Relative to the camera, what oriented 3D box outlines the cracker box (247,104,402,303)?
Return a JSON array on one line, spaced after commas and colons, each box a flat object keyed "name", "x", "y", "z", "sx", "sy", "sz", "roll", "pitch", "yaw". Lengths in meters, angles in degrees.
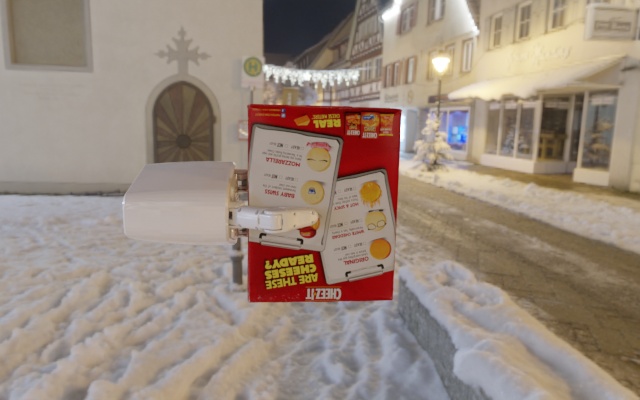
[{"name": "cracker box", "x": 0.000, "y": 0.002, "z": 0.540, "sx": 0.164, "sy": 0.214, "sz": 0.072, "roll": 0, "pitch": 10, "yaw": -5}]
